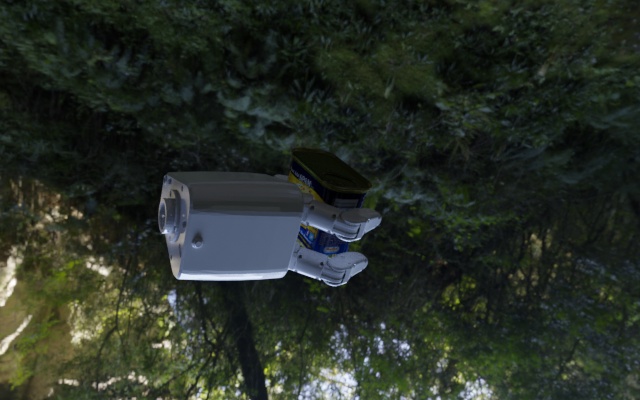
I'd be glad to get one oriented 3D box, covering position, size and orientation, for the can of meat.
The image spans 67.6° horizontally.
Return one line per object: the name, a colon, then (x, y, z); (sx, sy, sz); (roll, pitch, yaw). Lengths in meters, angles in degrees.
can of meat: (0.000, 0.002, 0.513); (0.057, 0.084, 0.102); (0, 27, -33)
